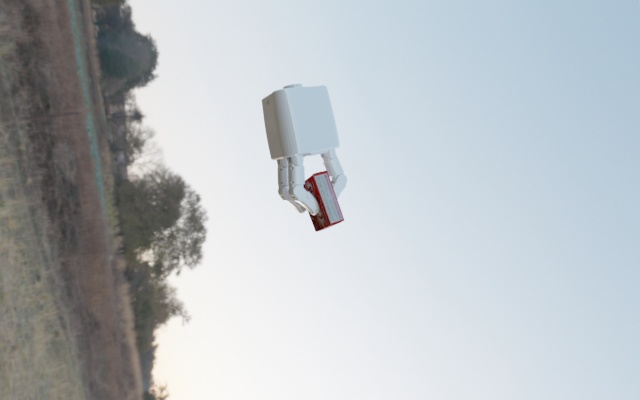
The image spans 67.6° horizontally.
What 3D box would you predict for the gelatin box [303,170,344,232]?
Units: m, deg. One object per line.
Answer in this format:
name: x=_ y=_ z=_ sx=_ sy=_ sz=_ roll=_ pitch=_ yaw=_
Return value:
gelatin box: x=0.001 y=0.003 z=0.794 sx=0.030 sy=0.089 sz=0.073 roll=-18 pitch=-5 yaw=-23
